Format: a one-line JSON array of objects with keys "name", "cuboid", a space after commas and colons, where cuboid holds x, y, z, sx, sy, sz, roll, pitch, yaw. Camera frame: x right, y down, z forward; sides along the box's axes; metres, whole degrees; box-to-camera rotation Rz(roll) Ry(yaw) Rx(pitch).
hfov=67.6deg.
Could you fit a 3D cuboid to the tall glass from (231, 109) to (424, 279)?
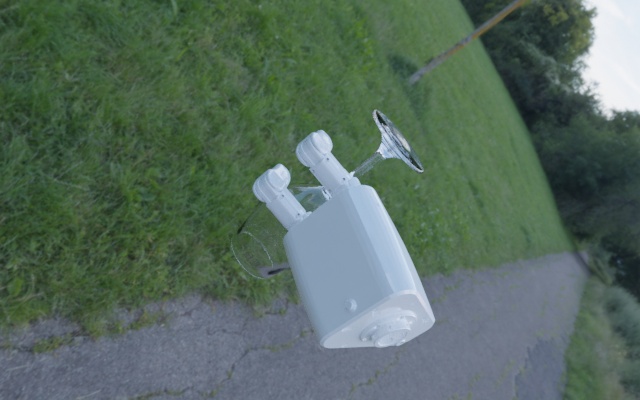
[{"name": "tall glass", "cuboid": [0.001, 0.001, 0.480, 0.201, 0.079, 0.079, -38, -16, 21]}]
